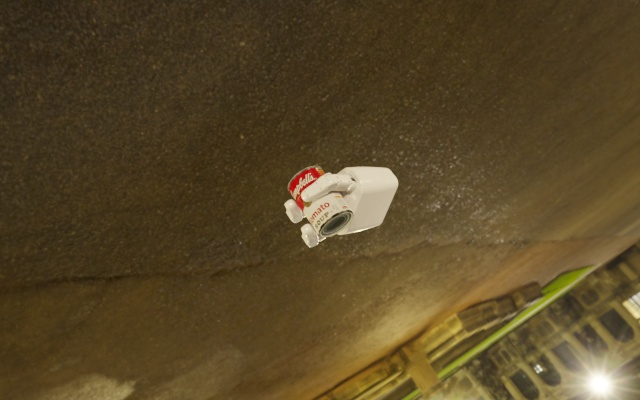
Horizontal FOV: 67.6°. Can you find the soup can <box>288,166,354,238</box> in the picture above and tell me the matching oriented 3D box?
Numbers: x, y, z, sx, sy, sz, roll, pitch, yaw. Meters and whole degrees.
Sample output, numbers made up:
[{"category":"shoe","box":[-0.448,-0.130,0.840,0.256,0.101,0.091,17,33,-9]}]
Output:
[{"category":"soup can","box":[0.000,0.003,0.784,0.068,0.102,0.068,-27,-27,-15]}]
